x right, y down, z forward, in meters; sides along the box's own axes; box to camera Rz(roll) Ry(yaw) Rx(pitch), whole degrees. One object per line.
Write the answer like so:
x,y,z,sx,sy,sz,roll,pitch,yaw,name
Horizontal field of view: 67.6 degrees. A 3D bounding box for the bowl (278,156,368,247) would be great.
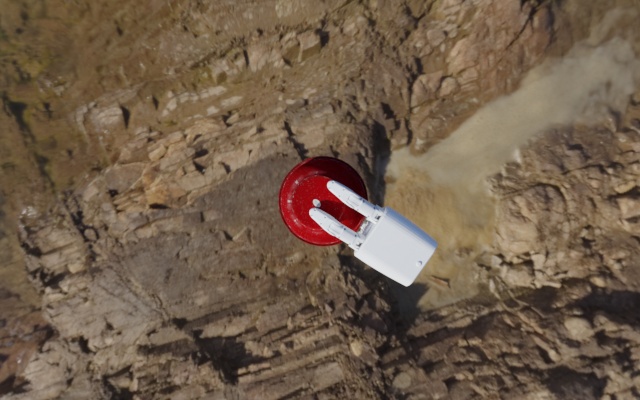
-0.001,0.002,0.824,0.162,0.162,0.055,0,3,9,bowl
